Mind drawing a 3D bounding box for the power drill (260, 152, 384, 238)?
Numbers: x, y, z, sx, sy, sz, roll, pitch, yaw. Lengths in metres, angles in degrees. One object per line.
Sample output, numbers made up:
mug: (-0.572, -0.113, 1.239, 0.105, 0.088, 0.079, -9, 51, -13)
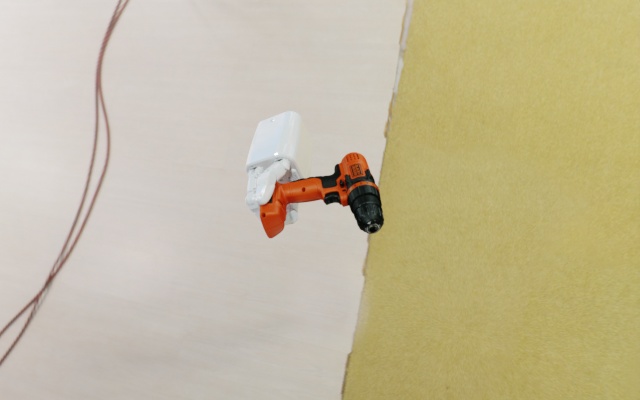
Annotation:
power drill: (0.000, 0.002, 0.755, 0.187, 0.057, 0.184, -13, 36, 3)
